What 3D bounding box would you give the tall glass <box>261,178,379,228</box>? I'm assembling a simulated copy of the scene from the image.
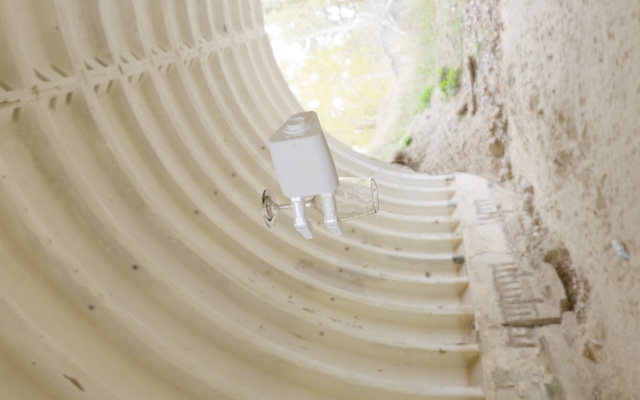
[{"bbox_3d":[0.000,0.003,0.858,0.201,0.079,0.079,-7,-2,15],"label":"tall glass"}]
